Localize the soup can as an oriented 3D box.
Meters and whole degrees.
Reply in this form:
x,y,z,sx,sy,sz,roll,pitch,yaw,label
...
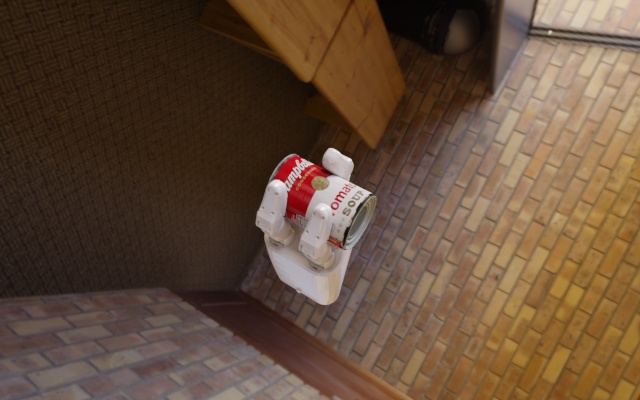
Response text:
x,y,z,sx,sy,sz,roll,pitch,yaw,label
0.000,0.001,0.515,0.102,0.068,0.068,28,10,19,soup can
